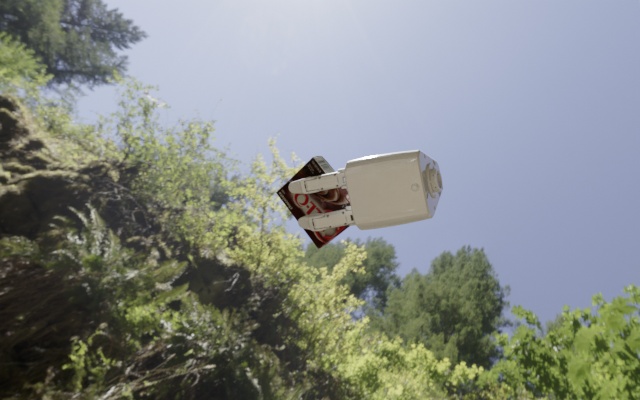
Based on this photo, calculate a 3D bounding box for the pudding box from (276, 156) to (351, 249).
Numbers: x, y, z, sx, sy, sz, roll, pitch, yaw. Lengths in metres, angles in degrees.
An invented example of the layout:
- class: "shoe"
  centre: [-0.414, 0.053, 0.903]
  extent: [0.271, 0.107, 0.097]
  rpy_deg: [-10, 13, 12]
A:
- class: "pudding box"
  centre: [0.000, 0.002, 0.724]
  extent: [0.090, 0.113, 0.039]
  rpy_deg: [-41, -10, 28]
